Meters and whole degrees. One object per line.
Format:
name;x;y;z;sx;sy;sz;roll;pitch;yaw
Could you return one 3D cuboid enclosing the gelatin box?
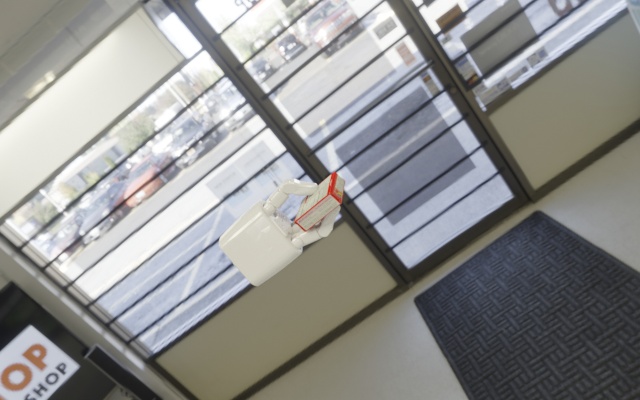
gelatin box;0.000;0.002;0.802;0.089;0.030;0.073;-40;18;27
